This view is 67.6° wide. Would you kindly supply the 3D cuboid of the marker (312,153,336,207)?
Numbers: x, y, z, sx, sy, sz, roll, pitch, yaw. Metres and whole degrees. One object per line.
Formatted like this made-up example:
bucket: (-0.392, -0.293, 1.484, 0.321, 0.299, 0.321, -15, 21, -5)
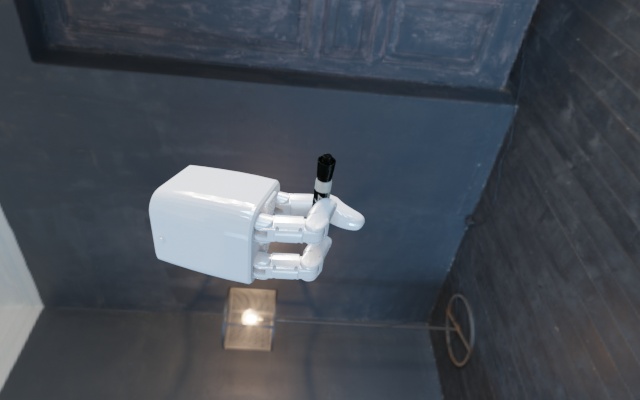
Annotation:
marker: (0.000, 0.002, 0.515, 0.020, 0.121, 0.020, 5, 39, -4)
